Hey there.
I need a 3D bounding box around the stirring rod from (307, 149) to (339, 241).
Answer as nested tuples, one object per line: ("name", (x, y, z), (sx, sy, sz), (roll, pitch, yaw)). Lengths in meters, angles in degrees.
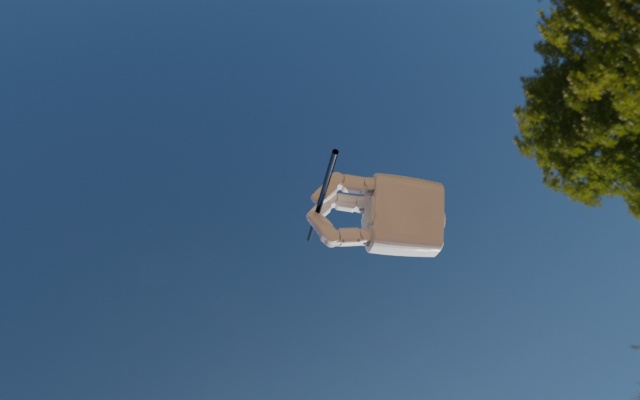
("stirring rod", (0.000, 0.002, 0.674), (0.011, 0.011, 0.240), (0, -30, -10))
